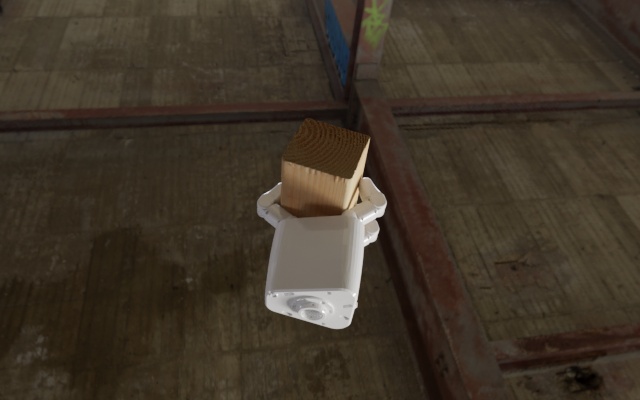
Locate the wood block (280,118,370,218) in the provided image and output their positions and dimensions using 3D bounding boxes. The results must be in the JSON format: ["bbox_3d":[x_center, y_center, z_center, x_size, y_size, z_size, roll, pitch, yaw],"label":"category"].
[{"bbox_3d":[0.000,0.002,0.664,0.091,0.090,0.206,18,-41,9],"label":"wood block"}]
